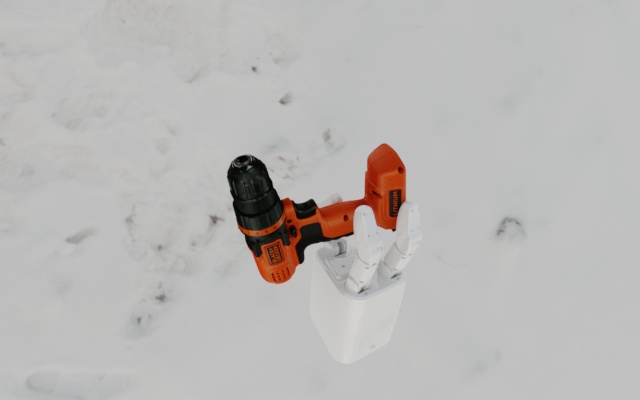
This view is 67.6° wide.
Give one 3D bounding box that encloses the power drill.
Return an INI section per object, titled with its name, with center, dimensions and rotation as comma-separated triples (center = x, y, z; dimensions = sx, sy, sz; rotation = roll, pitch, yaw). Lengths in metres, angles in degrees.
[power drill]
center = 0.001, 0.002, 0.528
dimensions = 0.187, 0.185, 0.057
rotation = -19, 47, -9
